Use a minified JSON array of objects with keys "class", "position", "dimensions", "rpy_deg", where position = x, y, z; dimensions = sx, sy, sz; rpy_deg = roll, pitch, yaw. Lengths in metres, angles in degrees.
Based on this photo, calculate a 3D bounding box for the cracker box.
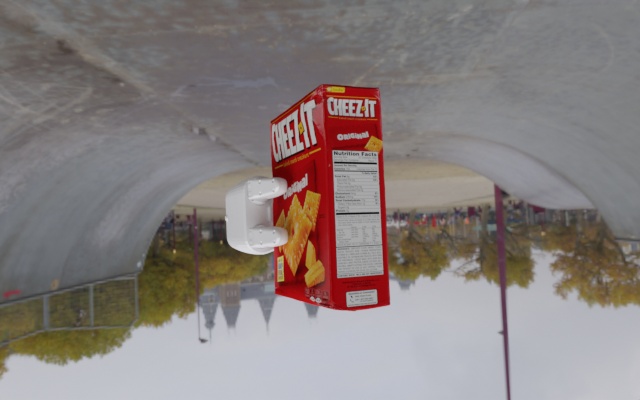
[{"class":"cracker box","position":[0.000,0.002,0.518],"dimensions":[0.072,0.213,0.164],"rpy_deg":[-1,-4,-24]}]
